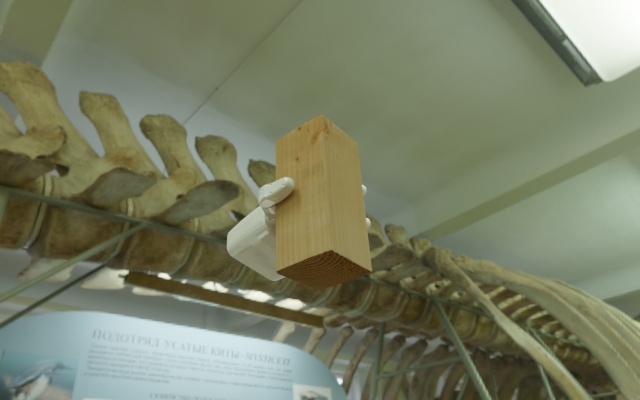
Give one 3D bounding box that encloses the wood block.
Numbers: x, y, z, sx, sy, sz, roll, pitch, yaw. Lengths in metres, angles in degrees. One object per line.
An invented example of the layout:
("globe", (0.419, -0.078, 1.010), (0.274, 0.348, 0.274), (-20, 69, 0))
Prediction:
("wood block", (0.000, 0.002, 0.644), (0.090, 0.206, 0.091), (-25, -38, 31))
